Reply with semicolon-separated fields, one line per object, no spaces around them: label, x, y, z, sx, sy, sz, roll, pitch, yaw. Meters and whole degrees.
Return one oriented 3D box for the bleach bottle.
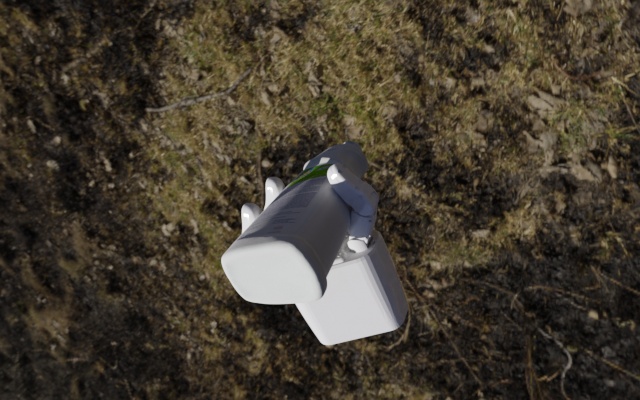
bleach bottle;0.000;0.002;0.514;0.102;0.068;0.250;-10;27;32
